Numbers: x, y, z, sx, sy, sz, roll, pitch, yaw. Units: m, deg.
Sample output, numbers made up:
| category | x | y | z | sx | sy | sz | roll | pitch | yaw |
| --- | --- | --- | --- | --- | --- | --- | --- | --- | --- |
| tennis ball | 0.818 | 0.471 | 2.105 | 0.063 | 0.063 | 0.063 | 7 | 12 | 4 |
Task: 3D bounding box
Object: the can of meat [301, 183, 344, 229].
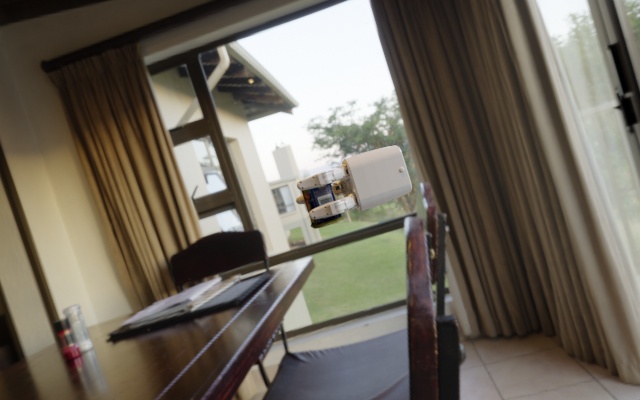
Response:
| category | x | y | z | sx | sy | sz | roll | pitch | yaw |
| --- | --- | --- | --- | --- | --- | --- | --- | --- | --- |
| can of meat | 0.000 | 0.003 | 0.885 | 0.057 | 0.084 | 0.102 | -18 | 2 | -6 |
